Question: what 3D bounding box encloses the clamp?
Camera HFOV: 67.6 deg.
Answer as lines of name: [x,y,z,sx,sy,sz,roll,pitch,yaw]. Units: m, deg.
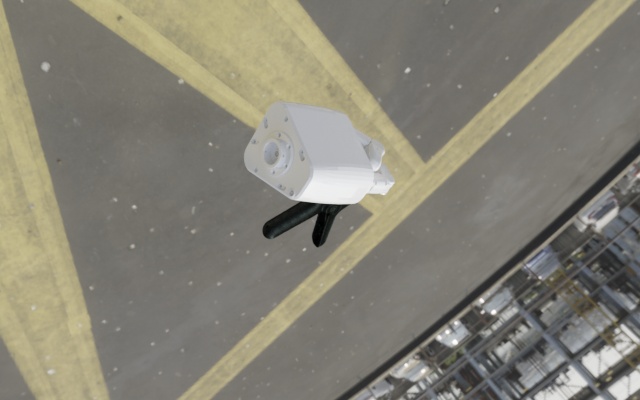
clamp: [0.001,0.002,0.645,0.120,0.171,0.039,0,43,-49]
